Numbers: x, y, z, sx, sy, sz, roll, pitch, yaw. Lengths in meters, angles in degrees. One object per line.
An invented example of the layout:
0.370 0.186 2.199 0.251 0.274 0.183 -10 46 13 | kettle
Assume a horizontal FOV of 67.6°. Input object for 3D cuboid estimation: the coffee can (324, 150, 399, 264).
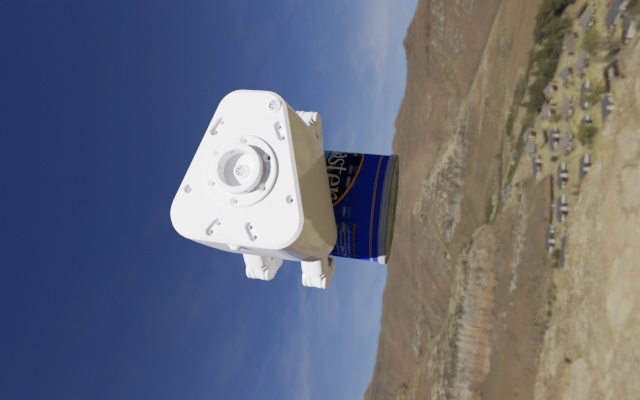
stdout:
0.000 0.001 0.461 0.140 0.103 0.103 6 1 12 | coffee can
